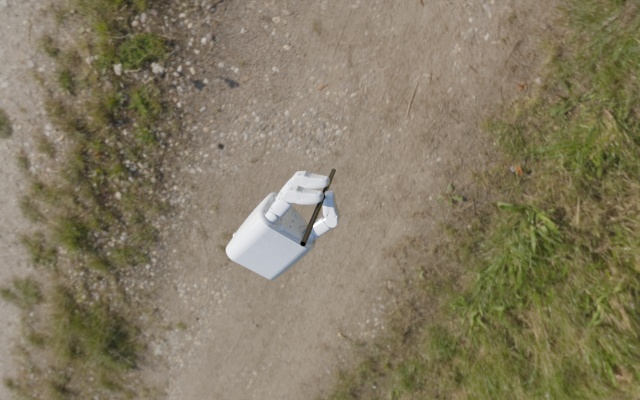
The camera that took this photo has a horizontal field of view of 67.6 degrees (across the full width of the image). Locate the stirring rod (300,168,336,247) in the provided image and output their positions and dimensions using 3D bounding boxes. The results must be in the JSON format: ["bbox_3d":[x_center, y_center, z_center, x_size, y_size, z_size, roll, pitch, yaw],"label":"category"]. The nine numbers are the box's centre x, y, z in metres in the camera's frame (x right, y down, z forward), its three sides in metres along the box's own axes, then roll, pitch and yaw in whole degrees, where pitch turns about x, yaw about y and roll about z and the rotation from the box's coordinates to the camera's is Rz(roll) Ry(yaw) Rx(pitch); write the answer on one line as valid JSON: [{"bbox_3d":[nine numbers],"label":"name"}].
[{"bbox_3d":[0.000,0.002,0.728,0.011,0.011,0.239,0,27,12],"label":"stirring rod"}]
